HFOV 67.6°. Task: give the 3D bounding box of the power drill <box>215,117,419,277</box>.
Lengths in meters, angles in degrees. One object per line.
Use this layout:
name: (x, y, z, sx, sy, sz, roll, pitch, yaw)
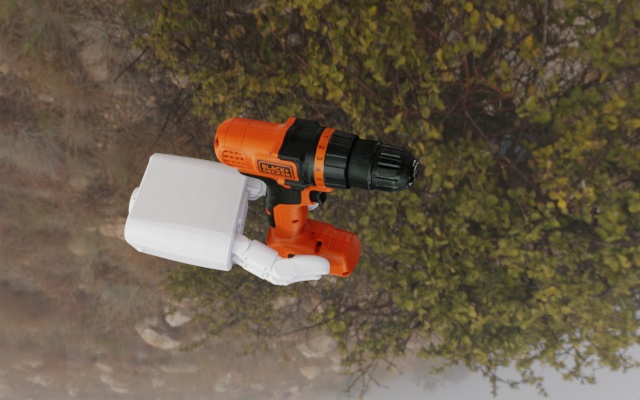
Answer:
power drill: (0.000, 0.002, 0.475, 0.184, 0.057, 0.188, 13, -37, 16)
